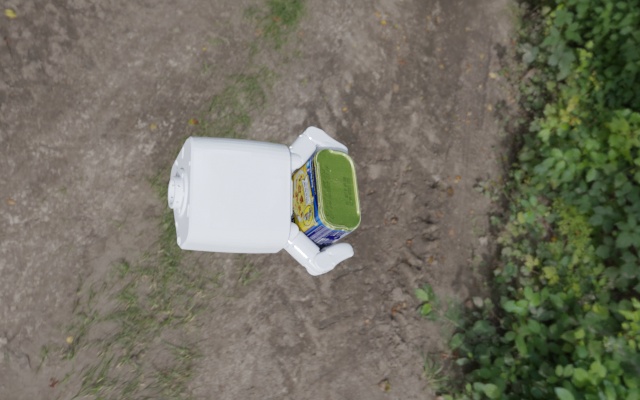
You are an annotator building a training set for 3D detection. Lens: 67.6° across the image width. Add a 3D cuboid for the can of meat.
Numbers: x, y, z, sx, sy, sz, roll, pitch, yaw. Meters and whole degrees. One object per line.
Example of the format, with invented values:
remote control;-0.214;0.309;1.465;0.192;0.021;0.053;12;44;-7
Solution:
can of meat;0.000;0.002;0.549;0.057;0.102;0.084;7;-26;-28
